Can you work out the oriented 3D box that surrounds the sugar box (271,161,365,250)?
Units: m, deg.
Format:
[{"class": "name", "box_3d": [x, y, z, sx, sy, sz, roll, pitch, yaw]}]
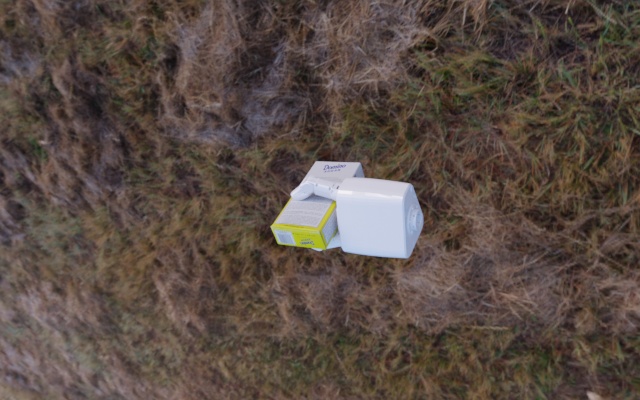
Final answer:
[{"class": "sugar box", "box_3d": [0.000, 0.003, 0.796, 0.093, 0.048, 0.176, 5, 40, 29]}]
